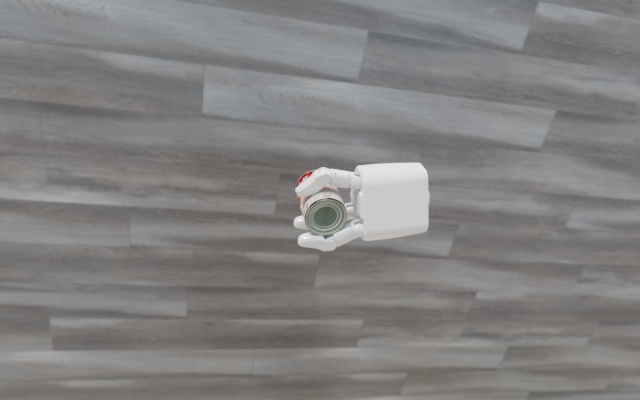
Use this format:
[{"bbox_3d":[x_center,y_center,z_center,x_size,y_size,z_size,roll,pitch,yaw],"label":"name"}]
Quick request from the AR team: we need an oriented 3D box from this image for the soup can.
[{"bbox_3d":[0.000,0.003,0.766,0.068,0.068,0.102,0,29,-12],"label":"soup can"}]
